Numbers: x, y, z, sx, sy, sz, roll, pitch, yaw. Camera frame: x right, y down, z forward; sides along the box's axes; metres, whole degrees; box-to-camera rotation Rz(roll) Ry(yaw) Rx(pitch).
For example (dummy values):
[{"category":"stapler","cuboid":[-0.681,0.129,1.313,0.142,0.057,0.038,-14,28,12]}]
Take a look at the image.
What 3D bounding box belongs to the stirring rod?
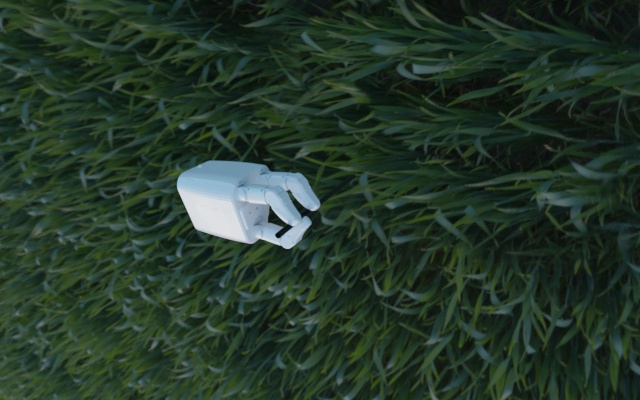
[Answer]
[{"category":"stirring rod","cuboid":[0.000,0.002,0.713,0.011,0.011,0.239,0,21,30]}]
